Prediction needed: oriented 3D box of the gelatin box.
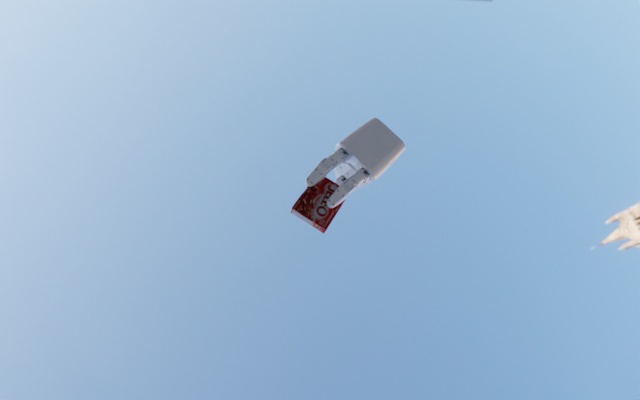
[{"bbox_3d":[0.000,0.003,0.863,0.073,0.089,0.030,33,-21,3],"label":"gelatin box"}]
